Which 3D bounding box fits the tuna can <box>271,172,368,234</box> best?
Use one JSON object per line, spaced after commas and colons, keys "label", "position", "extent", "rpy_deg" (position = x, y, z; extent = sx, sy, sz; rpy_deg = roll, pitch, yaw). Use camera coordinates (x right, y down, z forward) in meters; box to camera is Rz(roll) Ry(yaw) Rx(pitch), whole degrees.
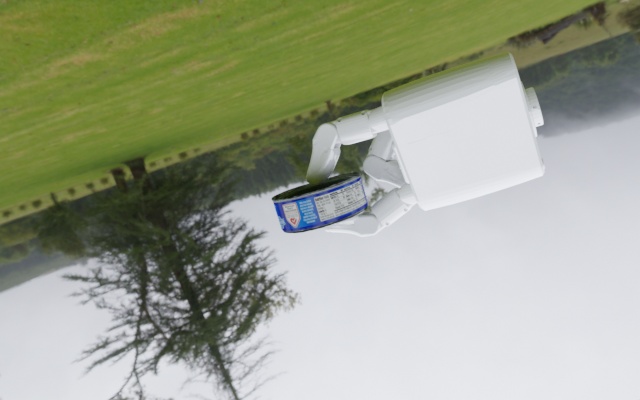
{"label": "tuna can", "position": [0.000, 0.002, 0.445], "extent": [0.086, 0.034, 0.086], "rpy_deg": [-16, 8, 2]}
